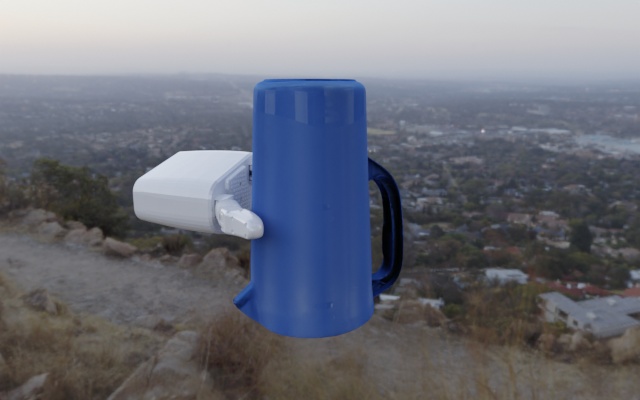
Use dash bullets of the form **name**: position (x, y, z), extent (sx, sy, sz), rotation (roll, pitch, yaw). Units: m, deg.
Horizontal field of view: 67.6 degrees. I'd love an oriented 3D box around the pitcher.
- **pitcher**: position (0.000, 0.002, 0.488), extent (0.145, 0.243, 0.149), rotation (6, 15, 24)
